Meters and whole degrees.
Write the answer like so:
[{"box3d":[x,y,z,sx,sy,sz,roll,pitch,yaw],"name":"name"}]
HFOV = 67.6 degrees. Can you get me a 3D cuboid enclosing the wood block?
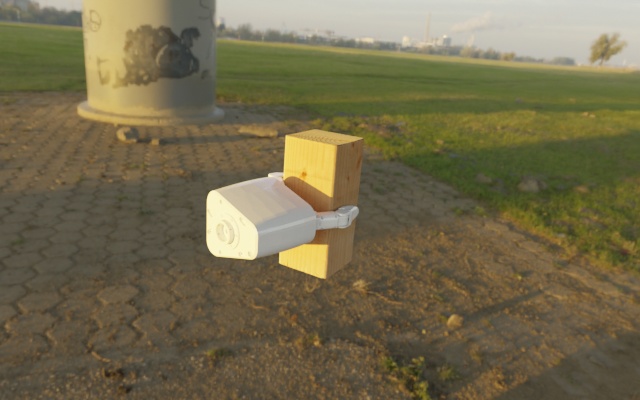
[{"box3d":[0.000,0.002,0.745,0.091,0.206,0.090,15,21,29],"name":"wood block"}]
